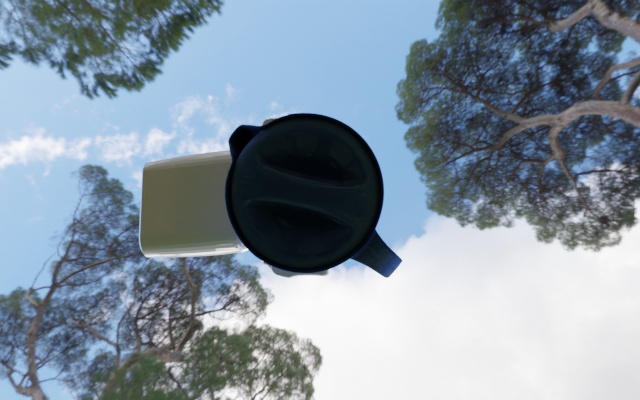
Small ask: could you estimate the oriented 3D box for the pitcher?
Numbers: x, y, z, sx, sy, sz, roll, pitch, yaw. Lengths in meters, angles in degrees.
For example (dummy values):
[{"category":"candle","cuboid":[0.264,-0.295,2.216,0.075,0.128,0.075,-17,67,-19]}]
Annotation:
[{"category":"pitcher","cuboid":[0.000,0.002,0.508,0.145,0.149,0.243,-6,-1,3]}]
